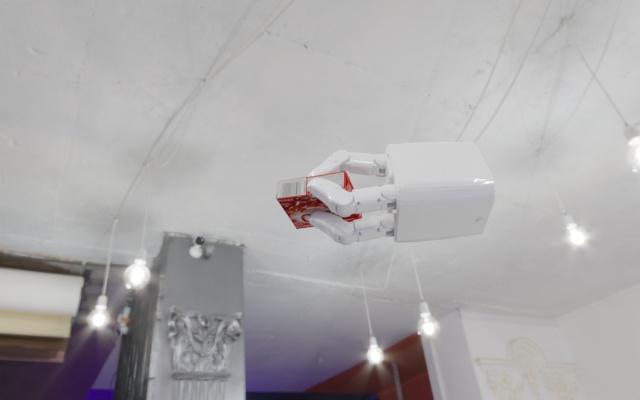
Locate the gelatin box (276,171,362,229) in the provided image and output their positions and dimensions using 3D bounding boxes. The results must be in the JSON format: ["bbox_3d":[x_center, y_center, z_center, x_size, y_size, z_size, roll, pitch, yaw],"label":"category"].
[{"bbox_3d":[0.000,0.002,0.584,0.089,0.030,0.073,-7,-35,16],"label":"gelatin box"}]
